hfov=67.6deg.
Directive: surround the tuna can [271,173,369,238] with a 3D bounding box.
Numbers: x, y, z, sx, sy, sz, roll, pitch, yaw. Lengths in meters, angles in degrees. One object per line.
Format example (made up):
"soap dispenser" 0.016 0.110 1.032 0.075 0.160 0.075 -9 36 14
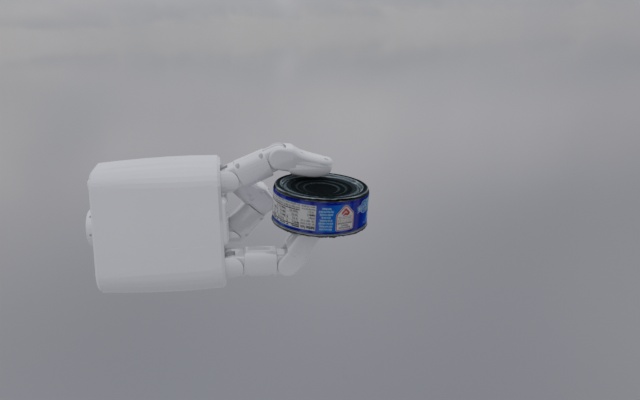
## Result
"tuna can" 0.000 0.001 0.422 0.086 0.034 0.086 3 18 -1
